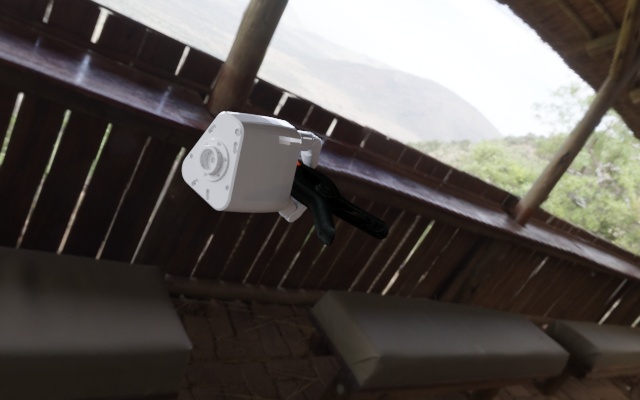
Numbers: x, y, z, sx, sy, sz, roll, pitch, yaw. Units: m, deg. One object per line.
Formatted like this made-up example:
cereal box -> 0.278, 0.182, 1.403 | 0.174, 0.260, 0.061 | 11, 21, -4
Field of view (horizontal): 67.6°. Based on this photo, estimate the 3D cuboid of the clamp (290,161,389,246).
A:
clamp -> 0.000, 0.001, 0.632 | 0.171, 0.039, 0.120 | 38, 22, 27
